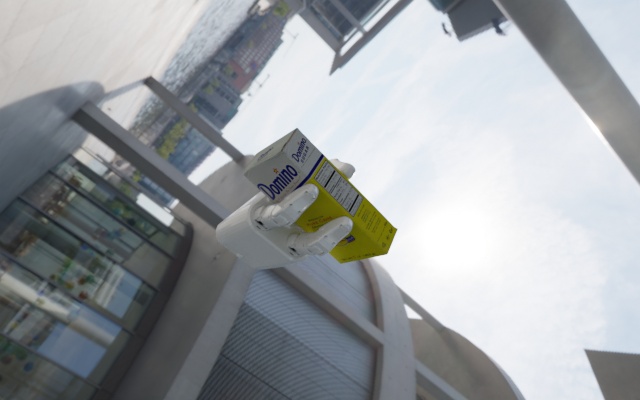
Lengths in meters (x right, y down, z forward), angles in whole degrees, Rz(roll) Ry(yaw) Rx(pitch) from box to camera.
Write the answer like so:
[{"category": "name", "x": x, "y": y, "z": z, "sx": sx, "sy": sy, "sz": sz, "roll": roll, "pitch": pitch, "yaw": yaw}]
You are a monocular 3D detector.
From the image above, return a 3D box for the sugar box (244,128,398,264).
[{"category": "sugar box", "x": 0.000, "y": 0.002, "z": 0.566, "sx": 0.176, "sy": 0.048, "sz": 0.093, "roll": 41, "pitch": -34, "yaw": -20}]
